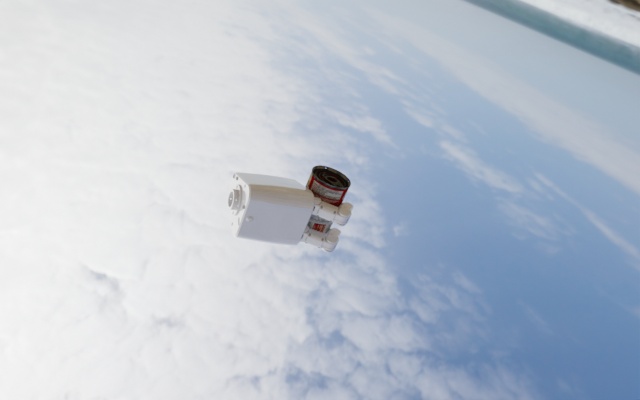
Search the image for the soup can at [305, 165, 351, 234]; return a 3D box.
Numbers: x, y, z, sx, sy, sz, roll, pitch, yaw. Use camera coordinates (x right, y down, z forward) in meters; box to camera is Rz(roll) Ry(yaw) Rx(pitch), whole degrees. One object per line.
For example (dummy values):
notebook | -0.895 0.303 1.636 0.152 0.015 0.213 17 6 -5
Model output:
soup can | 0.000 0.003 0.794 0.068 0.102 0.068 19 27 -10
